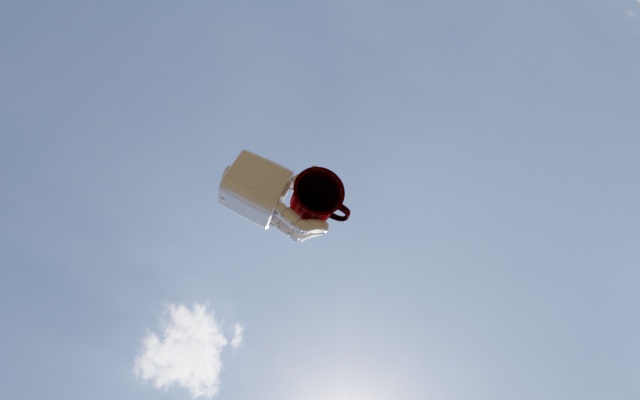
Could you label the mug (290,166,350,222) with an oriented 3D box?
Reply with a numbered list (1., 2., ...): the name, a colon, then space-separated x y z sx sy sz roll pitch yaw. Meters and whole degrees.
1. mug: 0.001 0.004 0.867 0.117 0.093 0.081 27 -26 -2
